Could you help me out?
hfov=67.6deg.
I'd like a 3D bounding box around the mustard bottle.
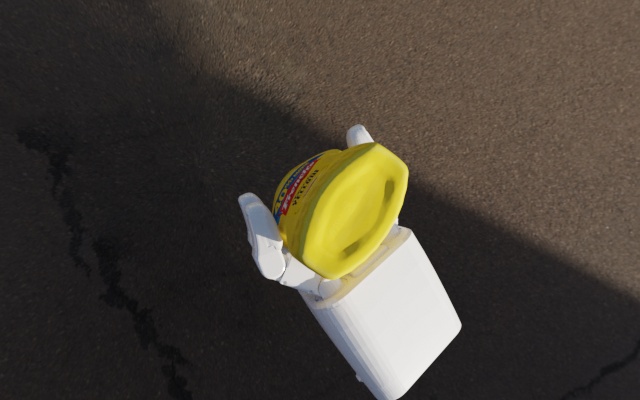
[{"bbox_3d":[0.000,0.001,0.400,0.058,0.096,0.191,34,-5,-14],"label":"mustard bottle"}]
